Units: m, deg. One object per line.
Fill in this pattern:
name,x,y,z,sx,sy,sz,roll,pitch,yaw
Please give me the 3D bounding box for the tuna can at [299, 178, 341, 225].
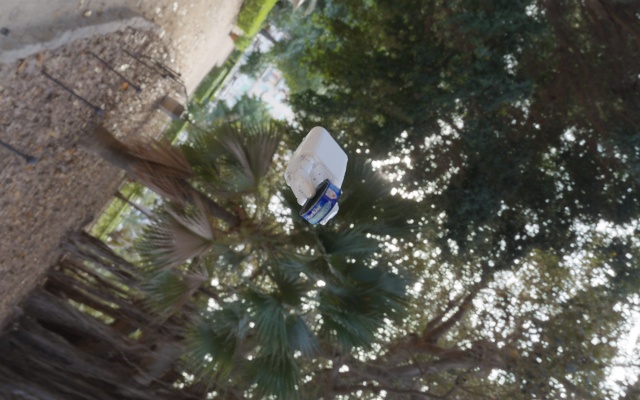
tuna can,0.001,0.003,0.887,0.034,0.086,0.086,38,-9,-12
